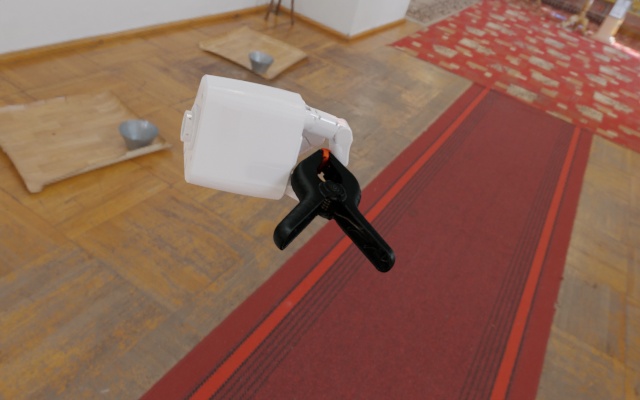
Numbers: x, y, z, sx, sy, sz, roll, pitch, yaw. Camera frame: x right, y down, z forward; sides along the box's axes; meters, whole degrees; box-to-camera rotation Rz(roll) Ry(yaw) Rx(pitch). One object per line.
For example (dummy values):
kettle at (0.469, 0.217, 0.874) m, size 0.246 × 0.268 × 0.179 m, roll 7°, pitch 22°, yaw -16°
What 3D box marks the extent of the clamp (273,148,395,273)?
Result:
clamp at (0.000, 0.001, 0.491) m, size 0.120 × 0.039 × 0.171 m, roll 14°, pitch 33°, yaw -28°
